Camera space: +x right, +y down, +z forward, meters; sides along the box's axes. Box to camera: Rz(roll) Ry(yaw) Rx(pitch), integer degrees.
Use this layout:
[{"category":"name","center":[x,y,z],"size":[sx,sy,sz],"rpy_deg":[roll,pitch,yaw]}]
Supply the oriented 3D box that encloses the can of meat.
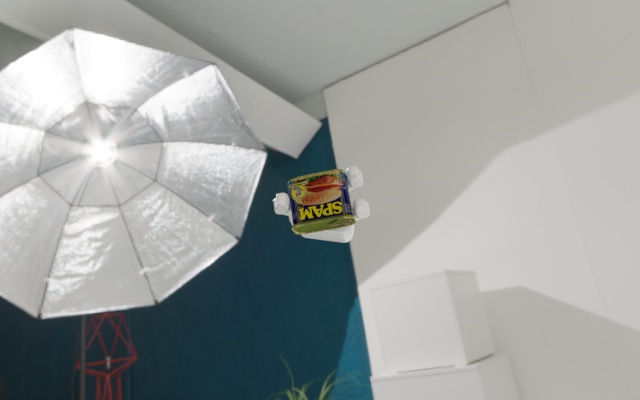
[{"category":"can of meat","center":[0.000,0.002,0.774],"size":[0.102,0.084,0.057],"rpy_deg":[-11,-18,6]}]
